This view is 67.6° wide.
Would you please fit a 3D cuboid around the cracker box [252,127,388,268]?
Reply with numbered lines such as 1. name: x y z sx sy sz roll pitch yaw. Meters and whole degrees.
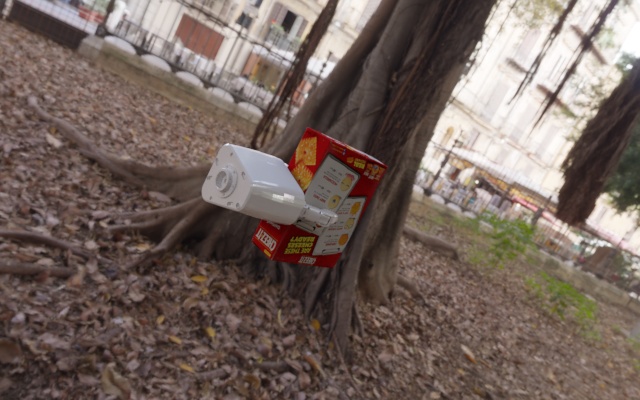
1. cracker box: 0.000 0.003 0.817 0.164 0.214 0.072 16 15 -48
